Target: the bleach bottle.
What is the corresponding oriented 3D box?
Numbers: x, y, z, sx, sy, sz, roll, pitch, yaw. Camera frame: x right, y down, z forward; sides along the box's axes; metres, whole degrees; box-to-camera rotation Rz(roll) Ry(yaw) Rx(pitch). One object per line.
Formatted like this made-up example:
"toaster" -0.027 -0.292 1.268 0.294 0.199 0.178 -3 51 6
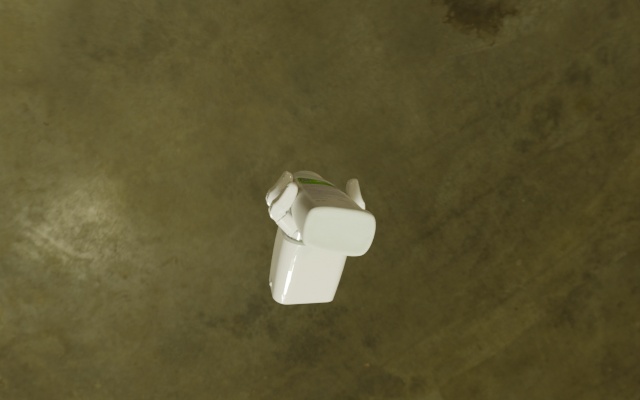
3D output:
"bleach bottle" 0.000 0.002 0.745 0.102 0.068 0.250 10 16 -15
